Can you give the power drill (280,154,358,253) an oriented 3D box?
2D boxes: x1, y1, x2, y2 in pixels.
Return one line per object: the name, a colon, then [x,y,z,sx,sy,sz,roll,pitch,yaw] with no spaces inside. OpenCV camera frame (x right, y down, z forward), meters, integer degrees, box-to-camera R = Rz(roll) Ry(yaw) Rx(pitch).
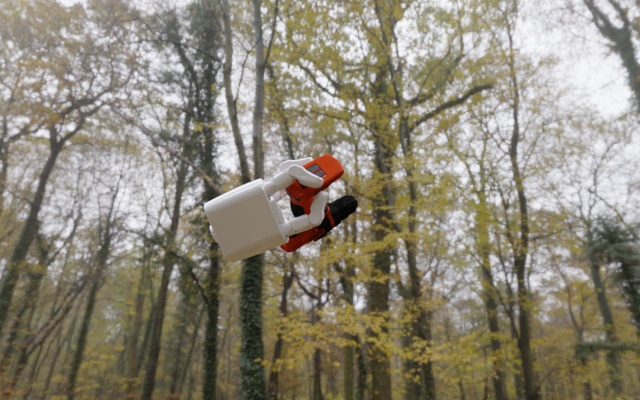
power drill: [0.000,0.003,0.886,0.184,0.057,0.188,-32,-31,-22]
